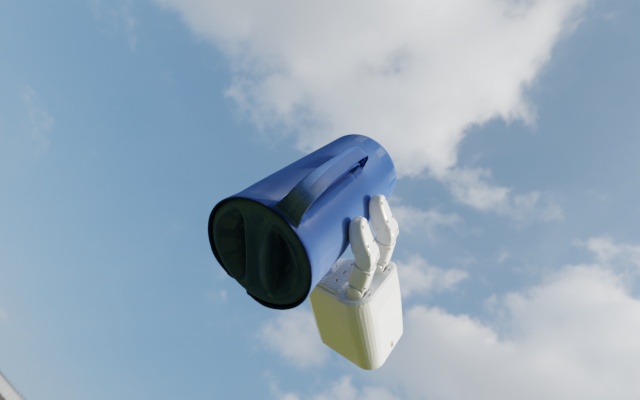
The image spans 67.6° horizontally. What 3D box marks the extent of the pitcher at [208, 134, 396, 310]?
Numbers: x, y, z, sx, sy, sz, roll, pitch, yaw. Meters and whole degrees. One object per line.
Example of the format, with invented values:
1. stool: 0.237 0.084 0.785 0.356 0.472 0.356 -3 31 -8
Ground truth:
1. pitcher: 0.000 0.002 0.562 0.149 0.145 0.242 2 27 35
